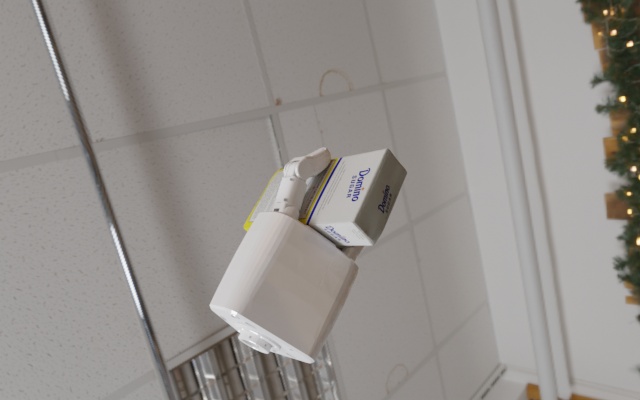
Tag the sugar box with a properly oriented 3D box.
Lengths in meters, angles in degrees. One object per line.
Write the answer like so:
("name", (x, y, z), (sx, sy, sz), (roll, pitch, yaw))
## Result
("sugar box", (0.000, 0.002, 0.517), (0.176, 0.093, 0.048), (-3, -39, 46))
